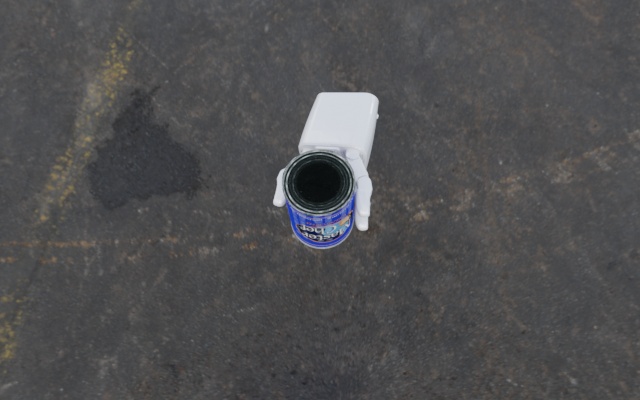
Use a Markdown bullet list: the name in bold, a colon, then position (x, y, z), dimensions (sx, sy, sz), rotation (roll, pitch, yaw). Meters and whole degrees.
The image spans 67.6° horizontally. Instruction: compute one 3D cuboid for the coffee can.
- **coffee can**: position (0.000, 0.003, 0.717), dimensions (0.103, 0.102, 0.140), rotation (0, -24, 2)
